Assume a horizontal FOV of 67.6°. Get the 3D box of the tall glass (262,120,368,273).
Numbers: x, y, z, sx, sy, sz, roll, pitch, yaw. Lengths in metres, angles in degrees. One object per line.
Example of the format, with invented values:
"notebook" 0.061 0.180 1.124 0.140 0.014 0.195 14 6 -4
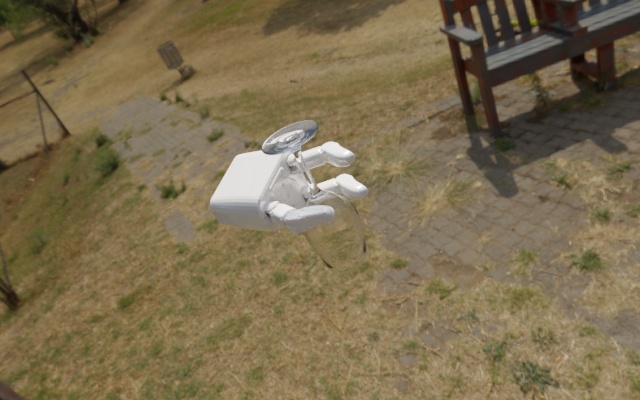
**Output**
"tall glass" 0.000 0.002 0.618 0.079 0.201 0.079 -19 30 11
